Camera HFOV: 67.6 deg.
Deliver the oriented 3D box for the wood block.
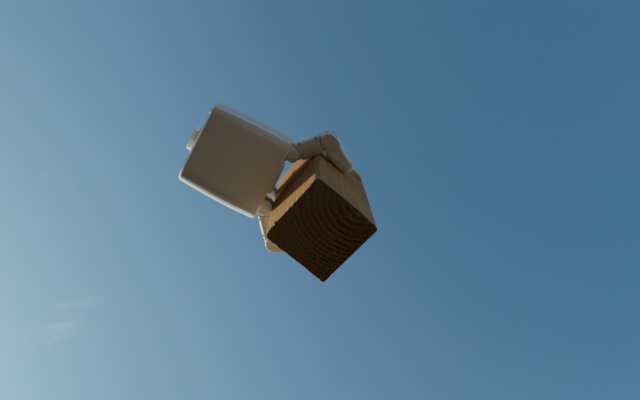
[{"bbox_3d":[0.000,0.001,0.612,0.090,0.091,0.206,40,14,-13],"label":"wood block"}]
